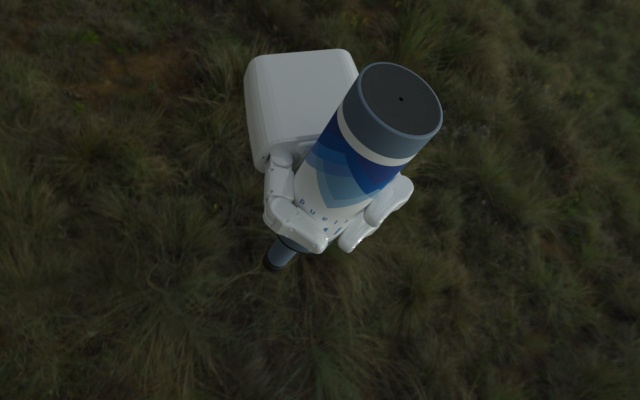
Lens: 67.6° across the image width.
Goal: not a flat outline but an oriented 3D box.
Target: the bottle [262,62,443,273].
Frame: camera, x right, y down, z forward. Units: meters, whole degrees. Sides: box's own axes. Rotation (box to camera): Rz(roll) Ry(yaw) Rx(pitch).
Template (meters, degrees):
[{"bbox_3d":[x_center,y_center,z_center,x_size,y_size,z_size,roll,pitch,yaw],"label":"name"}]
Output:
[{"bbox_3d":[0.000,0.001,0.440,0.069,0.069,0.296,0,-29,-25],"label":"bottle"}]
